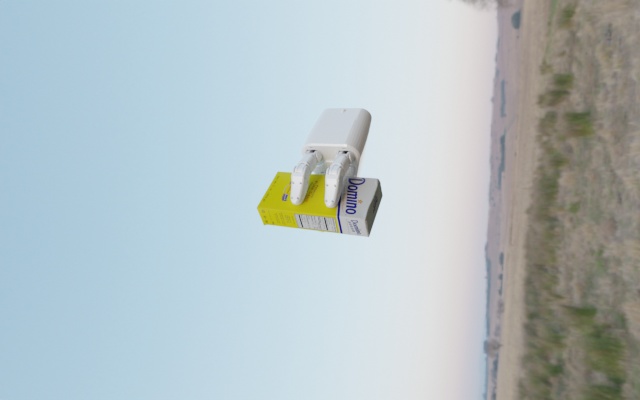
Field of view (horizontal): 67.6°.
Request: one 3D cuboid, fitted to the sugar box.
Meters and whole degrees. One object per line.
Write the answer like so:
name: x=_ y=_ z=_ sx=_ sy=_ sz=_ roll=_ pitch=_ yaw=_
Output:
sugar box: x=0.000 y=0.002 z=0.743 sx=0.176 sy=0.048 sz=0.093 roll=3 pitch=44 yaw=22
